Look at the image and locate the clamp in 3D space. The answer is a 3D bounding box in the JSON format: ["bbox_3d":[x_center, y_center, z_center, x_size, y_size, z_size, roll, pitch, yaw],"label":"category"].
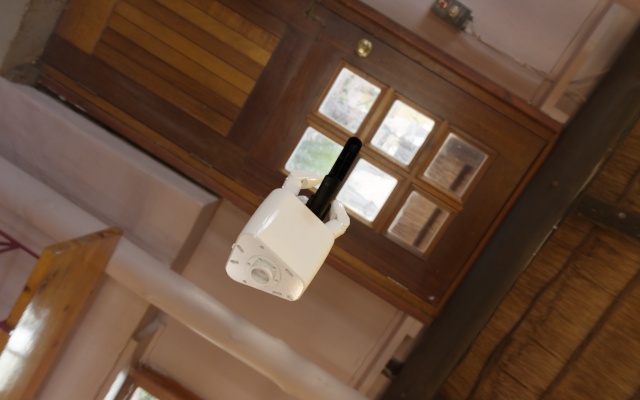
[{"bbox_3d":[0.001,0.003,0.737,0.036,0.210,0.164,31,38,1],"label":"clamp"}]
